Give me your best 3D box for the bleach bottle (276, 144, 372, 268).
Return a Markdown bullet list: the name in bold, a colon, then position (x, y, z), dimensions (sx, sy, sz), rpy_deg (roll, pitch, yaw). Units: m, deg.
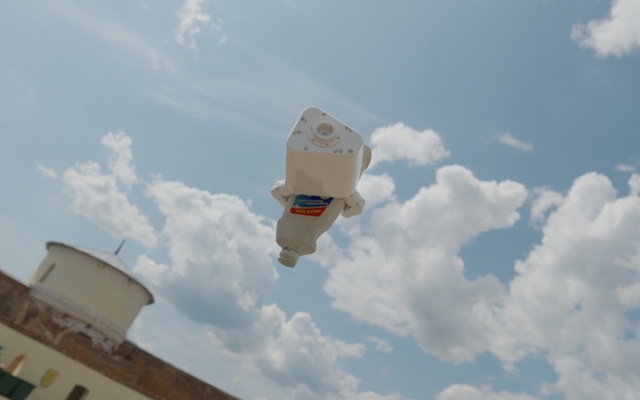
- **bleach bottle**: position (0.000, 0.003, 0.806), dimensions (0.102, 0.250, 0.068), rpy_deg (20, -31, 9)
